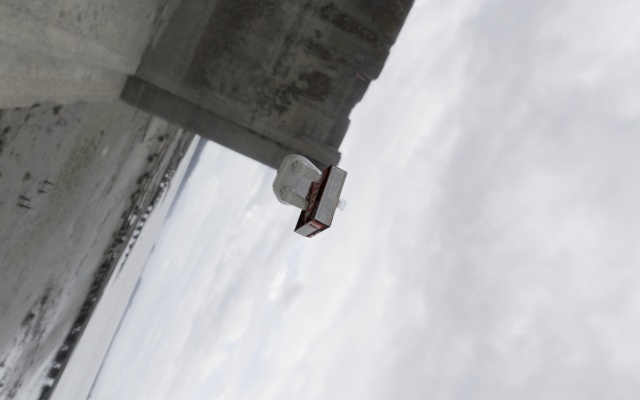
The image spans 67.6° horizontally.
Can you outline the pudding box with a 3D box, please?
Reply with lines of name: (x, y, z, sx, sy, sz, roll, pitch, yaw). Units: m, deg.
pudding box: (0.000, 0.003, 0.838, 0.039, 0.113, 0.090, 24, -25, -15)
